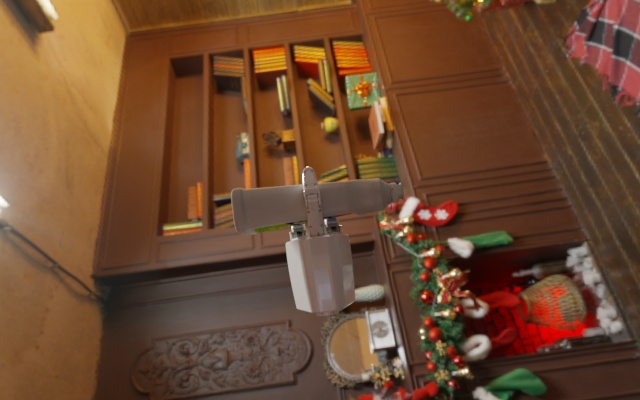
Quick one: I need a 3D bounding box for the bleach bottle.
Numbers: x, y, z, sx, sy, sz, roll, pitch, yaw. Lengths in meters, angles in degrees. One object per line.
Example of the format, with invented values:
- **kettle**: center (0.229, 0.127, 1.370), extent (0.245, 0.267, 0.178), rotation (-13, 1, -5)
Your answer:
- **bleach bottle**: center (0.000, 0.002, 0.717), extent (0.251, 0.068, 0.102), rotation (-8, -7, -2)
